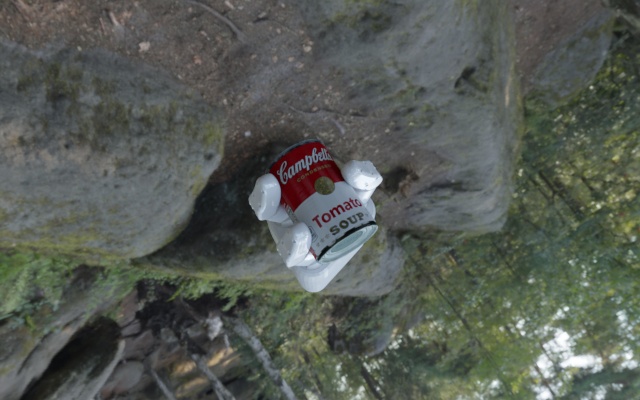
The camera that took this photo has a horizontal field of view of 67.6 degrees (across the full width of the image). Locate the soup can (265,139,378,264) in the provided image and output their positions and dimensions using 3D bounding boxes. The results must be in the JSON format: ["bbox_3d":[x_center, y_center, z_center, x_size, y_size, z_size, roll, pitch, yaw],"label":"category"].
[{"bbox_3d":[0.000,0.001,0.458,0.068,0.102,0.068,-29,-19,-11],"label":"soup can"}]
